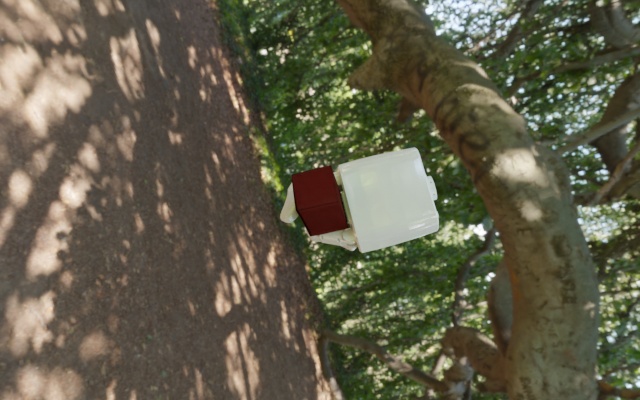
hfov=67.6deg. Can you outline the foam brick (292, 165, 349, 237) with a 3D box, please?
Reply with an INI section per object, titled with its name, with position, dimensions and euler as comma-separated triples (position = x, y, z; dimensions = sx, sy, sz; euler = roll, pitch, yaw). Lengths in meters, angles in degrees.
[foam brick]
position = 0.000, 0.002, 0.588
dimensions = 0.051, 0.053, 0.078
euler = -13, -29, 6
